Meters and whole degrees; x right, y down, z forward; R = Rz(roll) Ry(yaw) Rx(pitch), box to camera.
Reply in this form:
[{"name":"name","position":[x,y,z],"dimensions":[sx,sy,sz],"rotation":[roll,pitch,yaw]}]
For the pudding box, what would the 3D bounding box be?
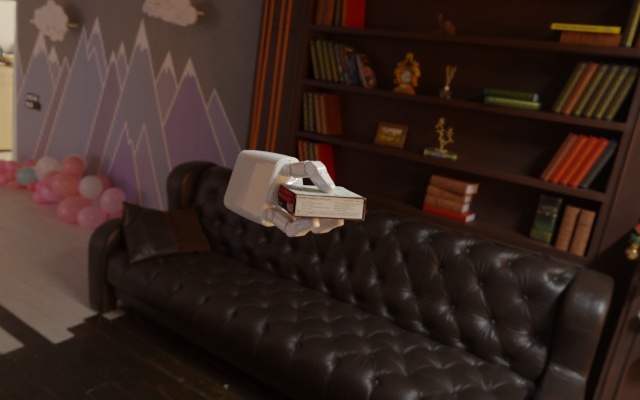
[{"name":"pudding box","position":[0.000,0.002,0.724],"dimensions":[0.113,0.039,0.090],"rotation":[2,11,-19]}]
